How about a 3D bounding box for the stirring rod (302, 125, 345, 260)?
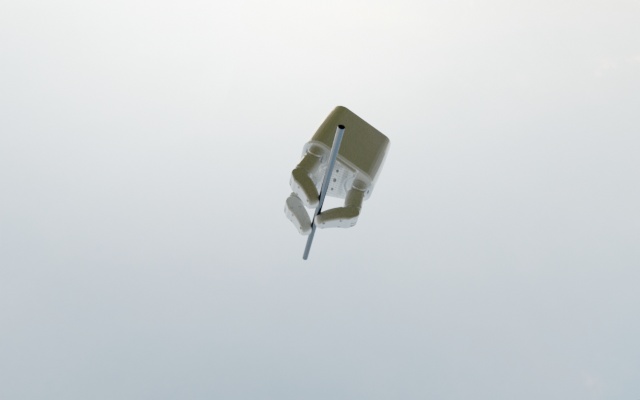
[{"bbox_3d":[0.000,0.002,0.593,0.011,0.011,0.240,0,-42,-14],"label":"stirring rod"}]
